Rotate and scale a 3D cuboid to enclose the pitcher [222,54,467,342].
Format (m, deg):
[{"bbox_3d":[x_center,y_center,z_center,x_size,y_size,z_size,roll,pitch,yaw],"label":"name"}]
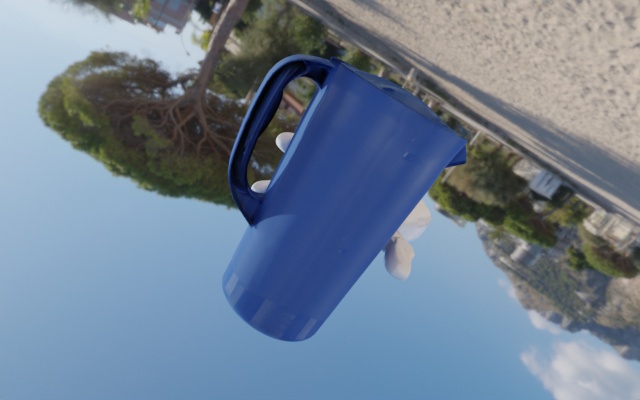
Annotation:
[{"bbox_3d":[0.000,0.001,0.431,0.149,0.243,0.145,40,19,23],"label":"pitcher"}]
